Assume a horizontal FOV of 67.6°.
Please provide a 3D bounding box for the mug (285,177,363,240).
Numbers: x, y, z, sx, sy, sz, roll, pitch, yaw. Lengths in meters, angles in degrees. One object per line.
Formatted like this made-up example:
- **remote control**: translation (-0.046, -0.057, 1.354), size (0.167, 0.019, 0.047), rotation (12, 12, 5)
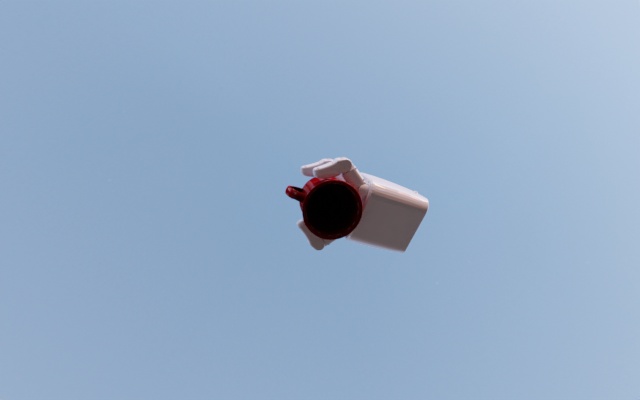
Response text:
- **mug**: translation (-0.001, 0.002, 0.747), size (0.117, 0.093, 0.081), rotation (17, 9, -14)
